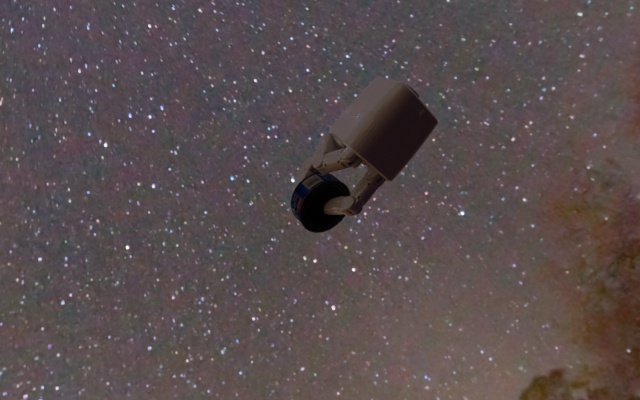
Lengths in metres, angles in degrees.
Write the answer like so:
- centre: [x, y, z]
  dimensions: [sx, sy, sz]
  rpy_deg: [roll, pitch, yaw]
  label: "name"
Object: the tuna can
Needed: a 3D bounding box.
- centre: [0.000, 0.002, 0.700]
  dimensions: [0.086, 0.086, 0.033]
  rpy_deg: [0, 28, -34]
  label: "tuna can"
